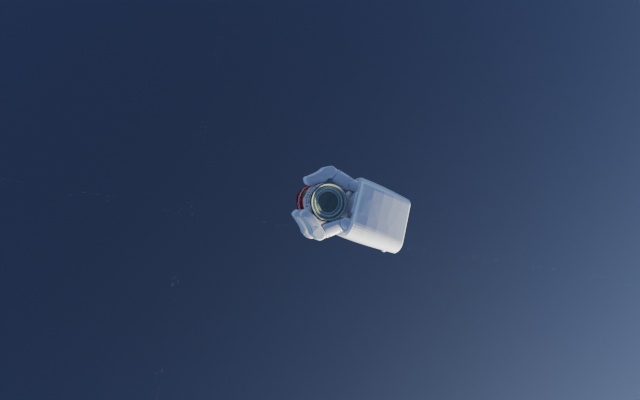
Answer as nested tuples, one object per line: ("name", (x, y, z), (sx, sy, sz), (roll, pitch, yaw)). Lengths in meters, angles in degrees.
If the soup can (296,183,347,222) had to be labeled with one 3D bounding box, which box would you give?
("soup can", (0.000, 0.003, 0.857), (0.068, 0.068, 0.102), (0, 0, -17))
